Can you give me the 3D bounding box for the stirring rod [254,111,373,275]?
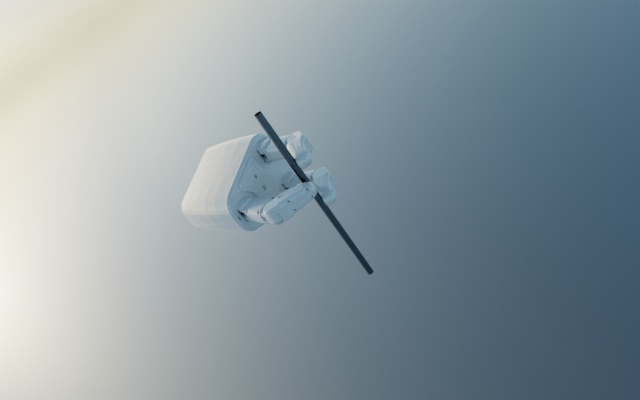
[{"bbox_3d":[0.000,0.002,0.519,0.011,0.240,0.011,-25,31,17],"label":"stirring rod"}]
